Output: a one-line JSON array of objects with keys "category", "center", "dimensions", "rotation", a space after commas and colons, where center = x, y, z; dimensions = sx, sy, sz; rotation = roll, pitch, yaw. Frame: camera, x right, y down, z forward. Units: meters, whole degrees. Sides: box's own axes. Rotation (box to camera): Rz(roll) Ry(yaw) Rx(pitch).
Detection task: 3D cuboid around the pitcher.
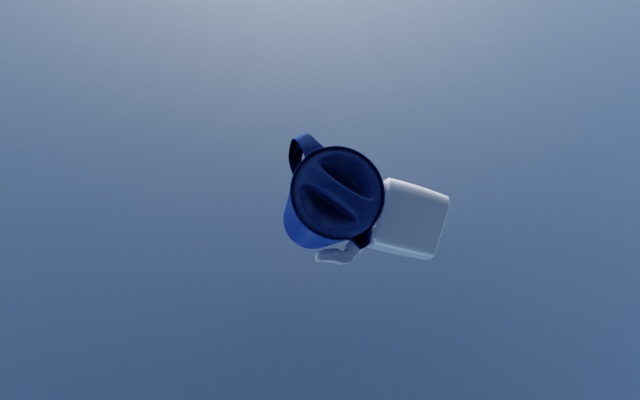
[{"category": "pitcher", "center": [0.000, 0.003, 0.762], "dimensions": [0.145, 0.149, 0.243], "rotation": [15, -14, -7]}]
